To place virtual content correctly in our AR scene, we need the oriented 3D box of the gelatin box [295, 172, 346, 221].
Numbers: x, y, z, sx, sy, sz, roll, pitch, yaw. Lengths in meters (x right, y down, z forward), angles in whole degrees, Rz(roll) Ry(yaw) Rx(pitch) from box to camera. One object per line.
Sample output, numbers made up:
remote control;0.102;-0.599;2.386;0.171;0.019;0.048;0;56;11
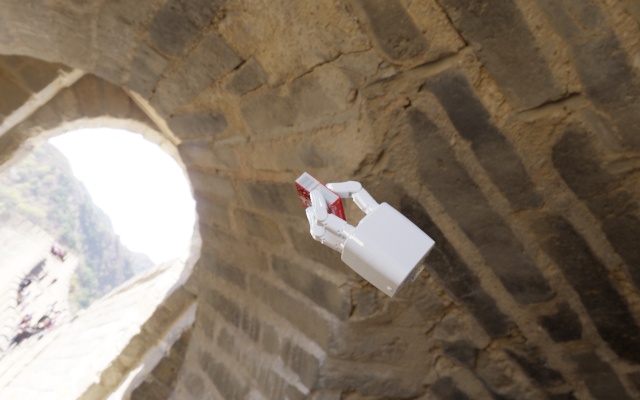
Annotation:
gelatin box;0.000;0.002;0.815;0.089;0.030;0.073;37;-22;30
